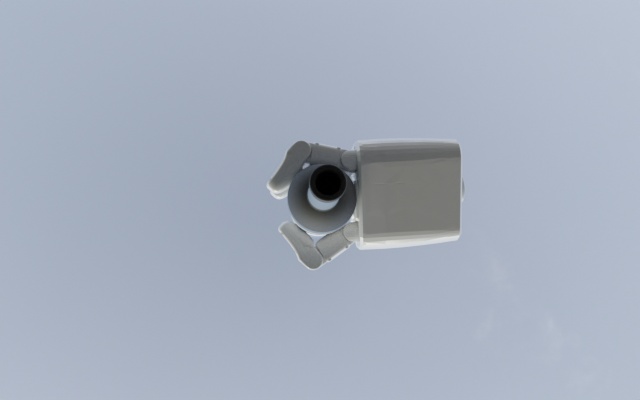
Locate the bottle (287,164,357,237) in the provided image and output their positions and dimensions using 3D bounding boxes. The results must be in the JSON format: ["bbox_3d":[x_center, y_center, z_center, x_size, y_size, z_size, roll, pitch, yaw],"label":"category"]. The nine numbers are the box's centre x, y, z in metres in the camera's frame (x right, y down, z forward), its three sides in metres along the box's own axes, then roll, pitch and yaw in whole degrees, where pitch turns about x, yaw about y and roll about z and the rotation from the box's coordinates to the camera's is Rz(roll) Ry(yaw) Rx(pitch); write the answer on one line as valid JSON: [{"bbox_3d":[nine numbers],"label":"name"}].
[{"bbox_3d":[0.000,0.002,0.490,0.069,0.069,0.296,0,-6,-2],"label":"bottle"}]
